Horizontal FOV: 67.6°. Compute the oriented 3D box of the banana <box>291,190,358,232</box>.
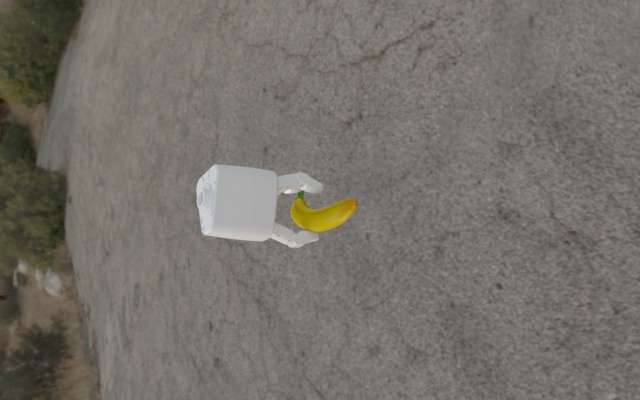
[{"bbox_3d":[-0.005,0.021,0.827,0.037,0.069,0.198,11,1,-32],"label":"banana"}]
